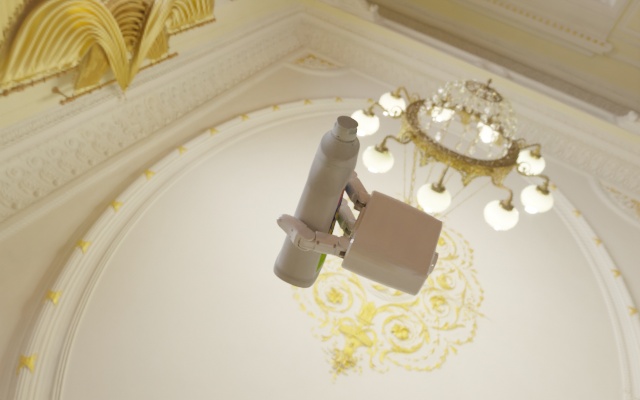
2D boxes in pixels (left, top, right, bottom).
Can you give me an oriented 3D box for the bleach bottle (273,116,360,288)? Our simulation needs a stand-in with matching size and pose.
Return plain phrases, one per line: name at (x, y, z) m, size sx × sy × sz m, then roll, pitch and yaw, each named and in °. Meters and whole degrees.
bleach bottle at (0.000, 0.002, 0.650) m, size 0.068 × 0.251 × 0.102 m, roll 23°, pitch 39°, yaw 5°
